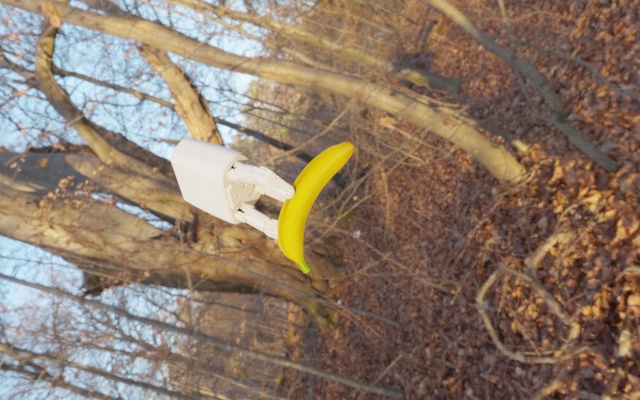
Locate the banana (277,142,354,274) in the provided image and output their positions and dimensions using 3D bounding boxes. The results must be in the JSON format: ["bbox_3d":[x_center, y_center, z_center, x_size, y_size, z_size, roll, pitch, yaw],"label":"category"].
[{"bbox_3d":[-0.015,0.000,0.672,0.070,0.198,0.037,22,-1,-35],"label":"banana"}]
